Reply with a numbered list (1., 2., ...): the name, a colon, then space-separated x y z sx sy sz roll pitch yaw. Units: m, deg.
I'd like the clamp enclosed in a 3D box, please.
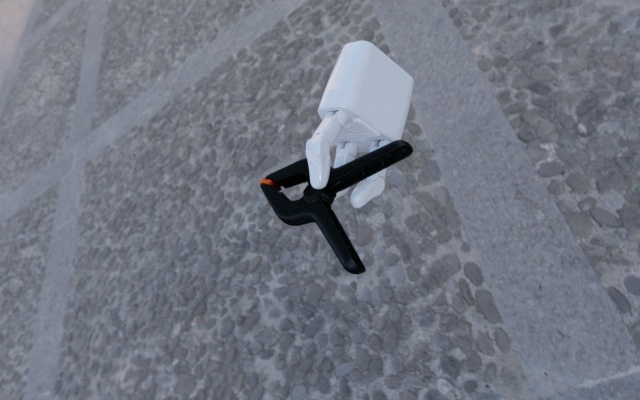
1. clamp: -0.001 0.001 0.587 0.210 0.164 0.036 3 -25 39
